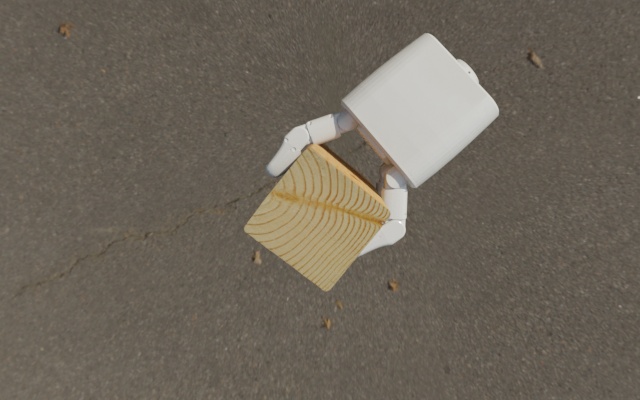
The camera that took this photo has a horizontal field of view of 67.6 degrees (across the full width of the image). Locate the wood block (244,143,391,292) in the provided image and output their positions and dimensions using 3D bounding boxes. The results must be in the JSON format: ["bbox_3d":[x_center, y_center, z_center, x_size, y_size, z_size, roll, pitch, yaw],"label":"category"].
[{"bbox_3d":[0.000,0.001,0.490,0.091,0.090,0.206,38,8,-4],"label":"wood block"}]
